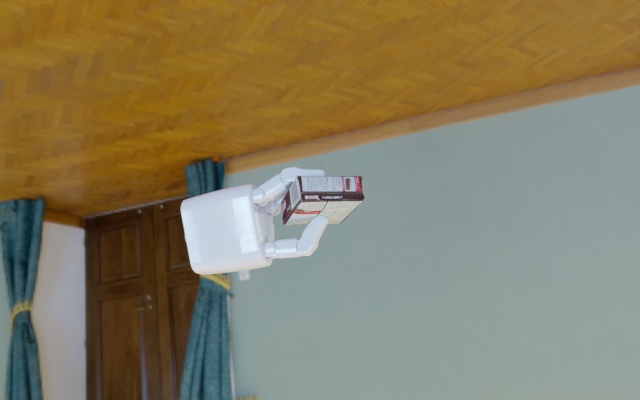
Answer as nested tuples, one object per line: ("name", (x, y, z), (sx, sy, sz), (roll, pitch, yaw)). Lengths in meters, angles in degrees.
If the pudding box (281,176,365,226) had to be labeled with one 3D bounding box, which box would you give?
("pudding box", (0.000, 0.002, 0.661), (0.090, 0.039, 0.113), (-2, -17, -17))
